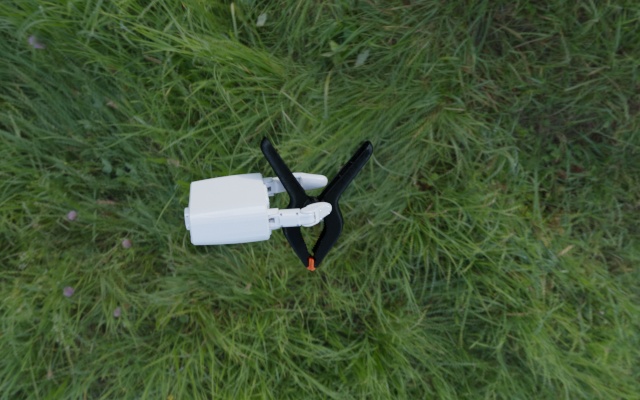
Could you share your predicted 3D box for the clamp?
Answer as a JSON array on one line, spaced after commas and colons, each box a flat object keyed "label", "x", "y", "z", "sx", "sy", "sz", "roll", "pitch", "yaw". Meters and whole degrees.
[{"label": "clamp", "x": 0.000, "y": 0.003, "z": 0.717, "sx": 0.164, "sy": 0.210, "sz": 0.036, "roll": -5, "pitch": 18, "yaw": -7}]
